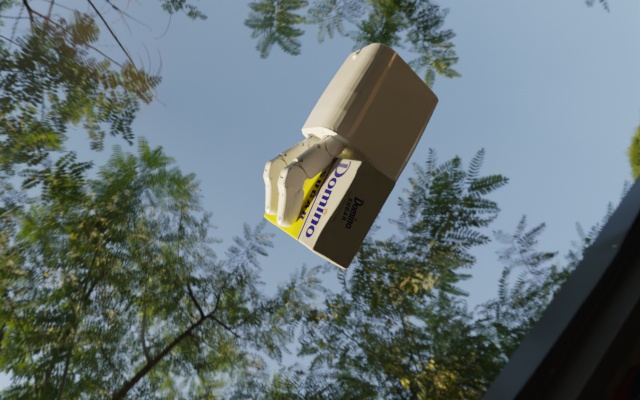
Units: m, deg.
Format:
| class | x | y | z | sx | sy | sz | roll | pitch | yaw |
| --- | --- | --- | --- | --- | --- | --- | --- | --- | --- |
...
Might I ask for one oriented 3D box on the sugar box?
| class | x | y | z | sx | sy | sz | roll | pitch | yaw |
| --- | --- | --- | --- | --- | --- | --- | --- | --- | --- |
| sugar box | 0.000 | 0.001 | 0.495 | 0.048 | 0.093 | 0.176 | 32 | -5 | -19 |
